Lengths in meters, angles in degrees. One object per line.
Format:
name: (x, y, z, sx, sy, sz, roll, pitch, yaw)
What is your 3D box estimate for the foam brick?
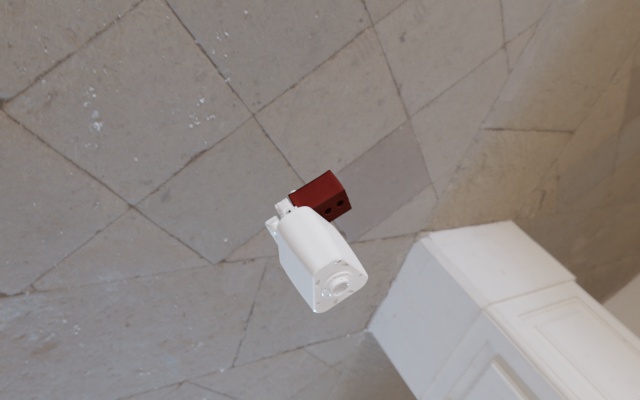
foam brick: (0.000, 0.002, 0.733, 0.078, 0.053, 0.051, -32, 49, -7)
